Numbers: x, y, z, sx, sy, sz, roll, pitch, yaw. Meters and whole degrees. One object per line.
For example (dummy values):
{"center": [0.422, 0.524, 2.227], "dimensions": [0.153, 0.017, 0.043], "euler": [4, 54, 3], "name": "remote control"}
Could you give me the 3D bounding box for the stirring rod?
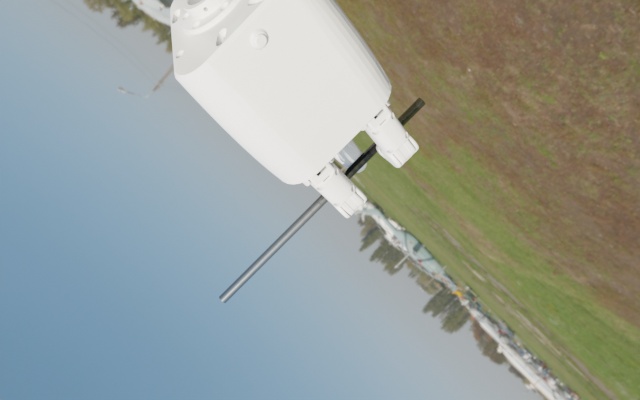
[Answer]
{"center": [0.000, 0.001, 0.407], "dimensions": [0.239, 0.011, 0.011], "euler": [-45, 3, 3], "name": "stirring rod"}
